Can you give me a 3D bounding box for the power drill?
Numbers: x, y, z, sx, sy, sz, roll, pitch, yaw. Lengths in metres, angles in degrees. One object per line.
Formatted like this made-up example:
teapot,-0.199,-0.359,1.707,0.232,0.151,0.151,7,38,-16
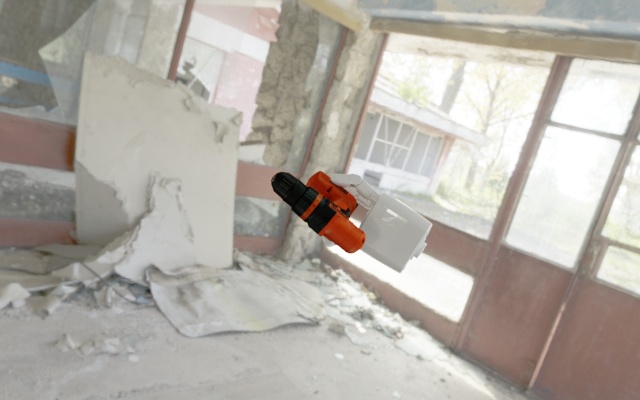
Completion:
power drill,0.000,0.003,0.843,0.184,0.057,0.187,41,15,-6
